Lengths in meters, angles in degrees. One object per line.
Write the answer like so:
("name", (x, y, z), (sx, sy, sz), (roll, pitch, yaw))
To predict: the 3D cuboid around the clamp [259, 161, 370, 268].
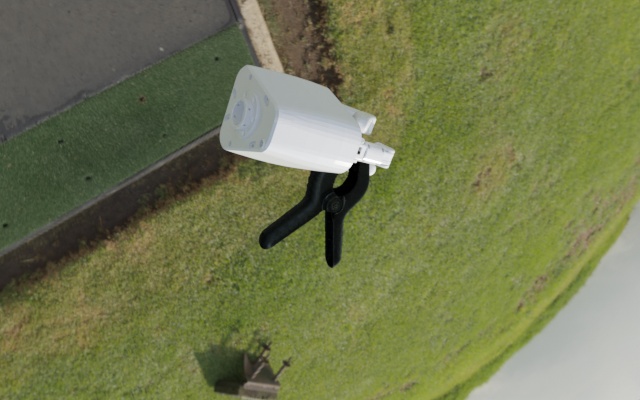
("clamp", (0.001, 0.002, 0.572), (0.120, 0.171, 0.039), (8, 19, -39))
